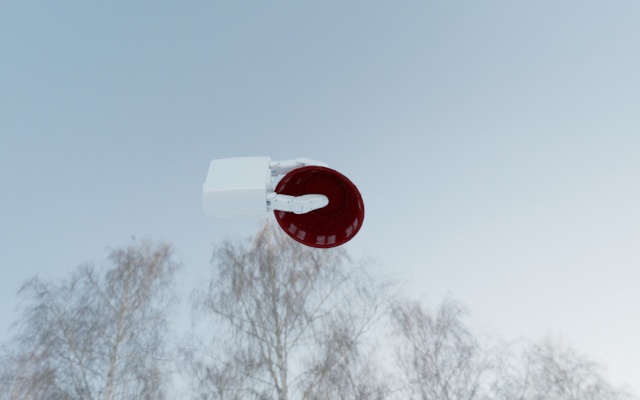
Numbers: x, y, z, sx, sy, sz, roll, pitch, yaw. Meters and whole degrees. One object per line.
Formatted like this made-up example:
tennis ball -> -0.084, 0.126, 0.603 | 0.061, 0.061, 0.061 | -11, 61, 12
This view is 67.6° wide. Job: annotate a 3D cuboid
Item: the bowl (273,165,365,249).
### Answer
bowl -> 0.001, 0.003, 0.835 | 0.162, 0.162, 0.055 | 0, 28, 13
